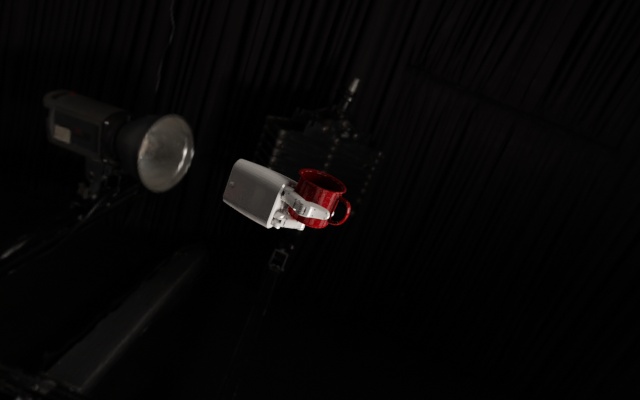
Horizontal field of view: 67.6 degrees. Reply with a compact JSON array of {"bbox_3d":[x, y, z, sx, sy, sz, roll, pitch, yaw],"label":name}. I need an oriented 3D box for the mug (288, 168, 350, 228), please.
[{"bbox_3d":[0.001,0.004,0.883,0.117,0.081,0.093,28,21,14],"label":"mug"}]
